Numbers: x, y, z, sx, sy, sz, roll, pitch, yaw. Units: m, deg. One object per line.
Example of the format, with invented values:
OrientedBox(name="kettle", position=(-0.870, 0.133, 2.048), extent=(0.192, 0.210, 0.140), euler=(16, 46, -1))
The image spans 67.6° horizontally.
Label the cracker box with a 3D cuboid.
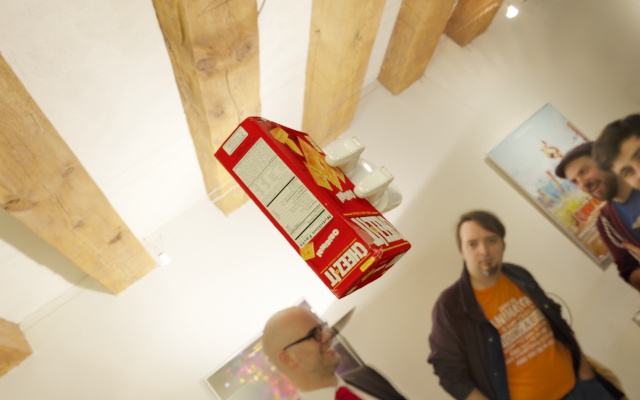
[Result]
OrientedBox(name="cracker box", position=(0.000, 0.002, 0.566), extent=(0.072, 0.213, 0.164), euler=(-47, -16, 15))
